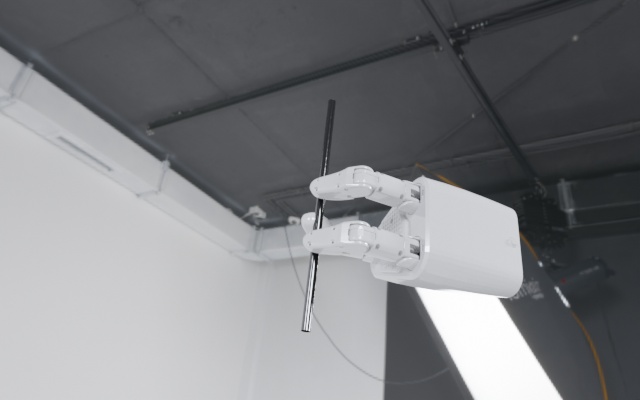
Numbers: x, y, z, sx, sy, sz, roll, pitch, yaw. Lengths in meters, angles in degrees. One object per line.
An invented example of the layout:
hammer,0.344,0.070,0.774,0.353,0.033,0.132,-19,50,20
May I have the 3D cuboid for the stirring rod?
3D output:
stirring rod,0.000,0.002,0.447,0.011,0.239,0.011,5,-28,3
